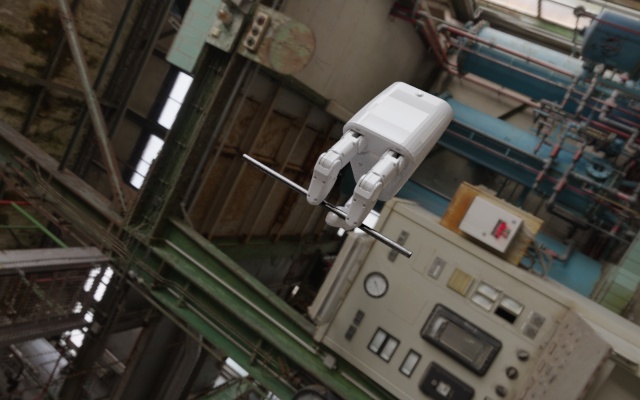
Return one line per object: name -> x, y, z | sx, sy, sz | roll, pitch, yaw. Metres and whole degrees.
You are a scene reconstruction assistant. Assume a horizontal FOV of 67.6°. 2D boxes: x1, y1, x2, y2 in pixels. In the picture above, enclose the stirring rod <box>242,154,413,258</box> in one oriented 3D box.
stirring rod -> 0.000, 0.002, 0.553 | 0.239, 0.011, 0.011 | 31, 13, 22
